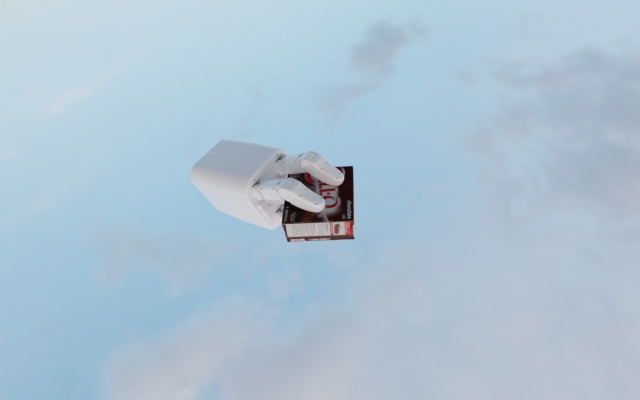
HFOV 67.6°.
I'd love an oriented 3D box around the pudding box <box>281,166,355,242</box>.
[{"bbox_3d":[0.000,0.002,0.624,0.090,0.039,0.113,-3,43,6],"label":"pudding box"}]
